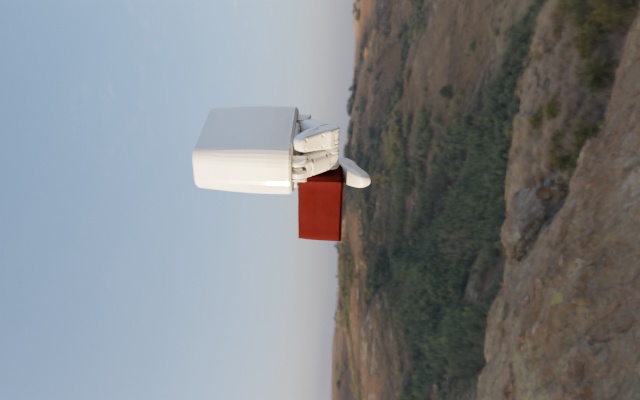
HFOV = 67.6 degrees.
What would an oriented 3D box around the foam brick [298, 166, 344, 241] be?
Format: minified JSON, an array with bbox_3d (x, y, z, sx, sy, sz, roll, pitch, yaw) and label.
[{"bbox_3d":[0.000,0.002,0.567,0.051,0.078,0.053,1,25,0],"label":"foam brick"}]
